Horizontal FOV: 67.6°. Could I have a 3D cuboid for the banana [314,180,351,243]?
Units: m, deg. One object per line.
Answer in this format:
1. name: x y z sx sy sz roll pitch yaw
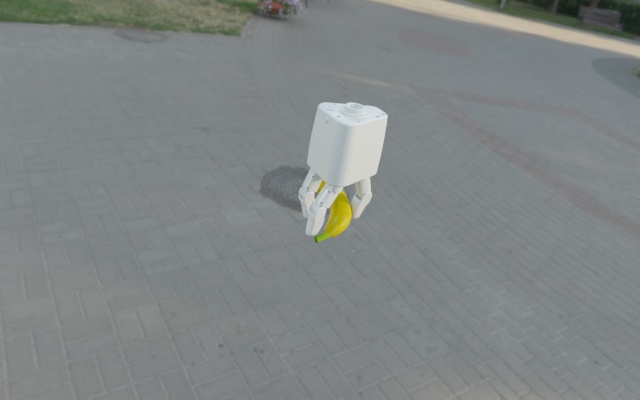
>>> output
1. banana: 0.019 0.006 0.867 0.069 0.037 0.197 4 32 -7
